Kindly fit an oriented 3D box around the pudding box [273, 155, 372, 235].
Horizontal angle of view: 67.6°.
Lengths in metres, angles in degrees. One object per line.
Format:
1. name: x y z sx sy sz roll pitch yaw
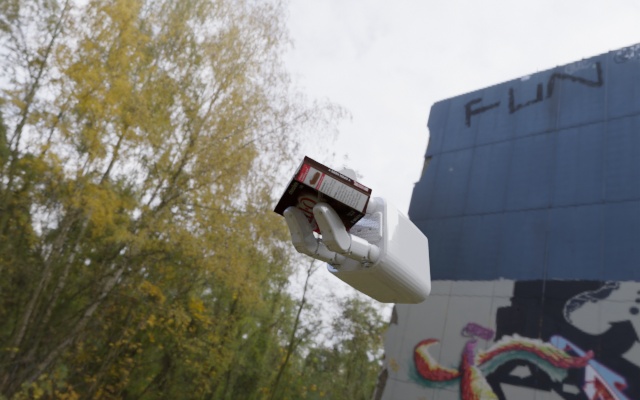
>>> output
1. pudding box: 0.000 0.002 0.568 0.090 0.039 0.113 26 -28 -6
